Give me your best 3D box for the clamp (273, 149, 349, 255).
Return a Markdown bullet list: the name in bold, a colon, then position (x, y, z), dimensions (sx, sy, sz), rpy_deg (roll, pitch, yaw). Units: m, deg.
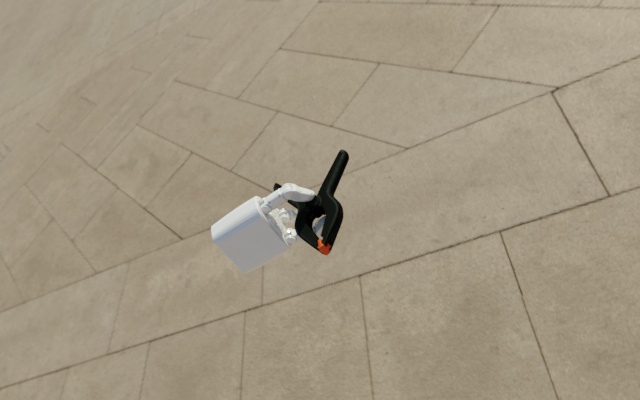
- **clamp**: position (0.000, 0.003, 0.864), dimensions (0.164, 0.209, 0.036), rpy_deg (-32, -46, 12)
